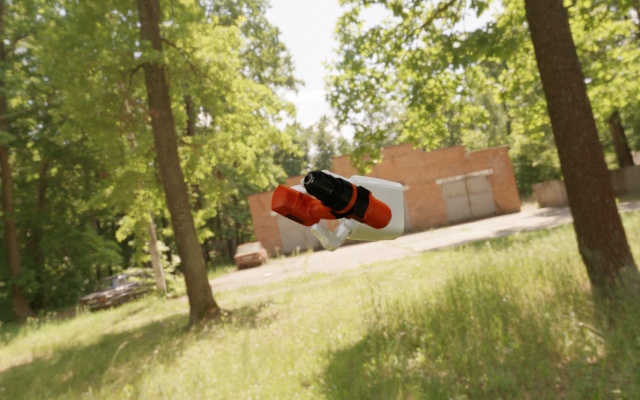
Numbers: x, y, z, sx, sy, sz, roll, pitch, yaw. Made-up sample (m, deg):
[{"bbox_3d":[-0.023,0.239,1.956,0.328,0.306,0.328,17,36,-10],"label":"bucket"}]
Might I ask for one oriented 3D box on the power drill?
[{"bbox_3d":[0.000,0.003,0.808,0.184,0.057,0.187,28,-19,-37],"label":"power drill"}]
